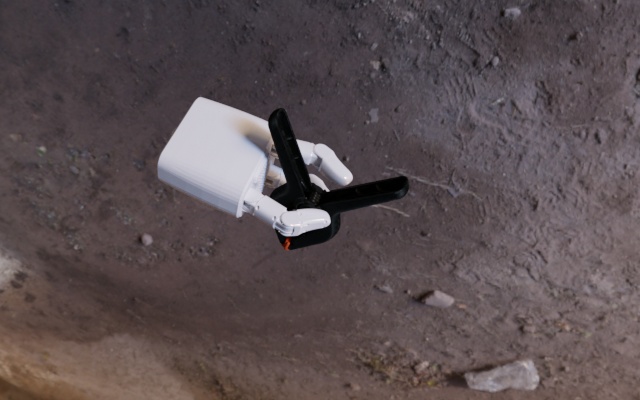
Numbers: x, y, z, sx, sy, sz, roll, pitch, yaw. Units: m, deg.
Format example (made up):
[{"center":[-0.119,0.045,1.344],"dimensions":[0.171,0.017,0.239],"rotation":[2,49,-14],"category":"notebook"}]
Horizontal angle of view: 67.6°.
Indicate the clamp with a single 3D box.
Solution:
[{"center":[-0.001,0.003,0.566],"dimensions":[0.164,0.036,0.210],"rotation":[25,-40,4],"category":"clamp"}]
